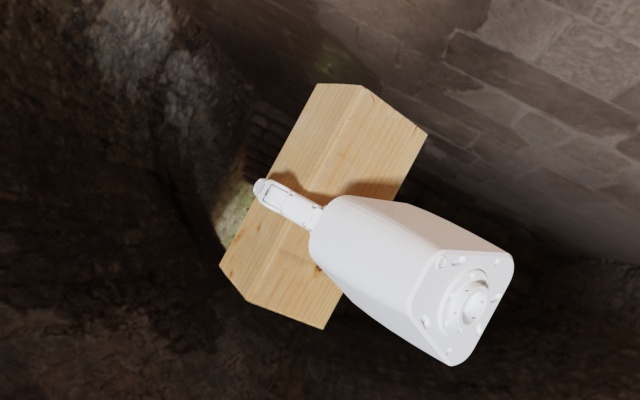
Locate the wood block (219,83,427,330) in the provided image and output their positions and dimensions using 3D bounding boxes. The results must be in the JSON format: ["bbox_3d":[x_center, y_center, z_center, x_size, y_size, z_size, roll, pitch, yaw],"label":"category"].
[{"bbox_3d":[0.000,0.002,0.458,0.091,0.206,0.090,29,-1,-30],"label":"wood block"}]
